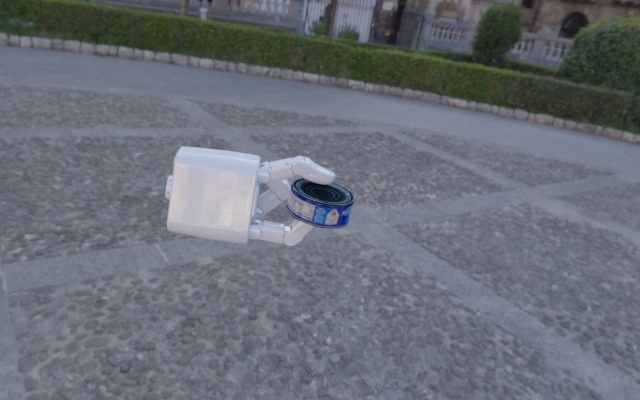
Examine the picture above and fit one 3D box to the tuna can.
[{"bbox_3d":[0.000,0.002,0.623,0.086,0.034,0.086,13,22,-5],"label":"tuna can"}]
